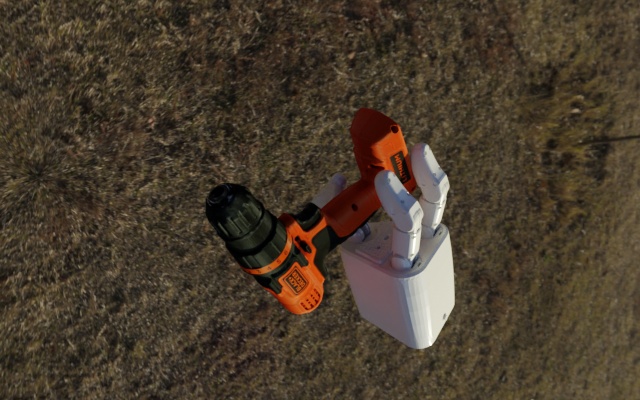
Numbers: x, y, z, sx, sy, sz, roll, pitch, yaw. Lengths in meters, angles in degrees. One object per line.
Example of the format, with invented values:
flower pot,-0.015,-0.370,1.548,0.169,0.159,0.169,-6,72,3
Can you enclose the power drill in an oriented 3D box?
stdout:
power drill,0.001,0.001,0.444,0.057,0.187,0.185,37,-16,39
